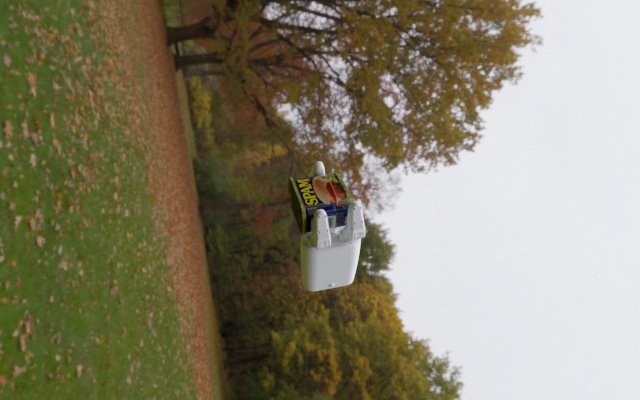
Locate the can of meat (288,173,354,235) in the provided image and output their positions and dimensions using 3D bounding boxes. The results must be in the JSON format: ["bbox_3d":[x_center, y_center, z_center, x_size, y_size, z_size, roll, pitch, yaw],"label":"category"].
[{"bbox_3d":[0.000,0.002,0.760,0.084,0.057,0.102,-8,39,-13],"label":"can of meat"}]
